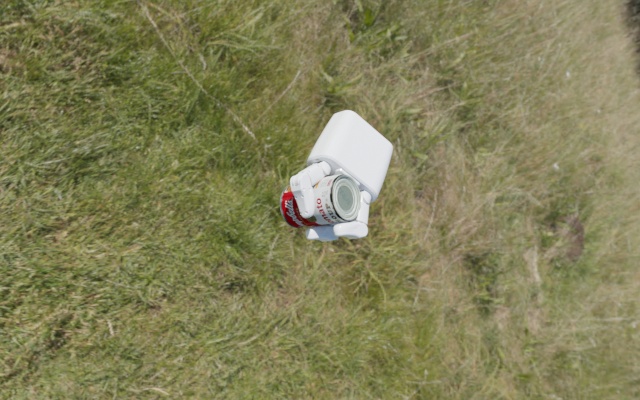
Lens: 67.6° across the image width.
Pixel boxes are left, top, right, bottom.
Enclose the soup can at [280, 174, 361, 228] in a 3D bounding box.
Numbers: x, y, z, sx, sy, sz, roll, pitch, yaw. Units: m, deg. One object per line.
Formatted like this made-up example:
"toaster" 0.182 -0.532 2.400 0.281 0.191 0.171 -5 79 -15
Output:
"soup can" 0.000 0.003 0.695 0.102 0.068 0.068 -9 -6 41
